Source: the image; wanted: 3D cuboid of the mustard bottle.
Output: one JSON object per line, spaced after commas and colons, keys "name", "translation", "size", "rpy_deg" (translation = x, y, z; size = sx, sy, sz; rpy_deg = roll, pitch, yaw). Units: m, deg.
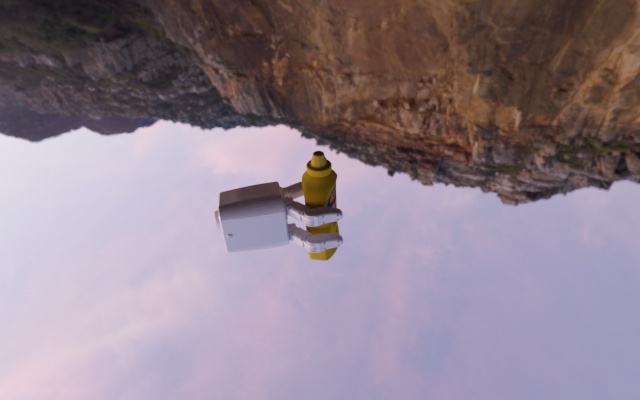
{"name": "mustard bottle", "translation": [0.000, 0.003, 0.806], "size": [0.058, 0.192, 0.096], "rpy_deg": [5, 37, 11]}
